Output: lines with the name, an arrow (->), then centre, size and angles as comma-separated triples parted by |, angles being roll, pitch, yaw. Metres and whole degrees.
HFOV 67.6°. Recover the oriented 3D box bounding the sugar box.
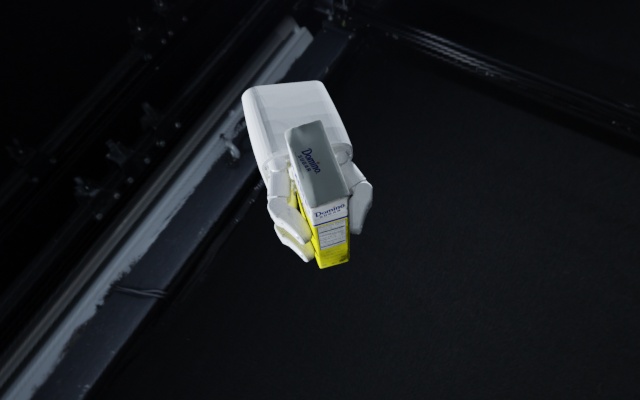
sugar box -> 0.000, 0.002, 0.523 | 0.048, 0.093, 0.176 | -18, -27, -2
